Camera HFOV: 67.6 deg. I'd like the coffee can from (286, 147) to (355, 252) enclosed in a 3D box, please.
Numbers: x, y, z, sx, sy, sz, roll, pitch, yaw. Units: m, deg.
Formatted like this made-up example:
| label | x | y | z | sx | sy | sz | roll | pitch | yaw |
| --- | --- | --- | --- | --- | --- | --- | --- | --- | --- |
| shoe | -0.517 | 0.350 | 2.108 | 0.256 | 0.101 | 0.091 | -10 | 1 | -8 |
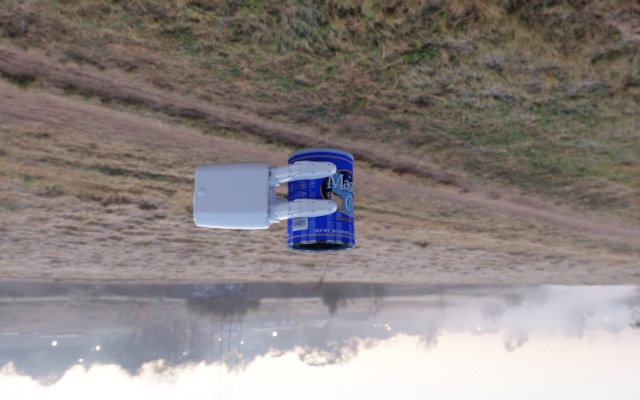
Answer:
| label | x | y | z | sx | sy | sz | roll | pitch | yaw |
| --- | --- | --- | --- | --- | --- | --- | --- | --- | --- |
| coffee can | 0.000 | 0.002 | 0.722 | 0.103 | 0.140 | 0.103 | 0 | -13 | 0 |
